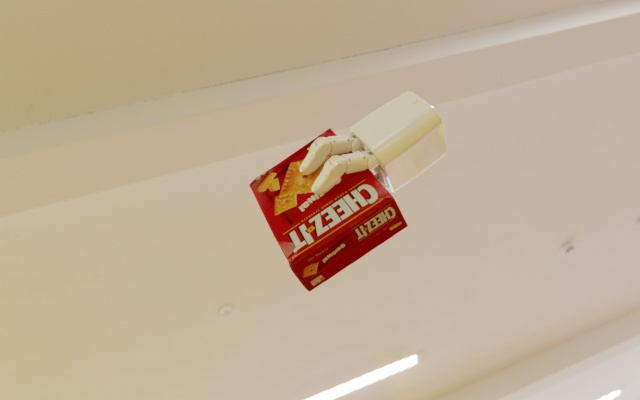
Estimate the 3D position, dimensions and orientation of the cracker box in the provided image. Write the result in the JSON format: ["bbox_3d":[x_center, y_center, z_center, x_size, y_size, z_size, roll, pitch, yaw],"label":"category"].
[{"bbox_3d":[0.000,0.002,0.704,0.164,0.072,0.213,-34,40,0],"label":"cracker box"}]
